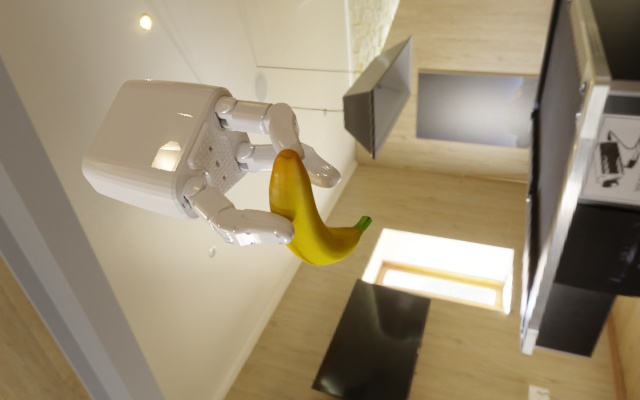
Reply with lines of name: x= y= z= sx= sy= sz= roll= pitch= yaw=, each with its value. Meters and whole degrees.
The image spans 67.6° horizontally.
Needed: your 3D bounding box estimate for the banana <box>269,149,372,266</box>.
banana: x=-0.005 y=0.020 z=0.418 sx=0.037 sy=0.069 sz=0.198 roll=16 pitch=-10 yaw=25
